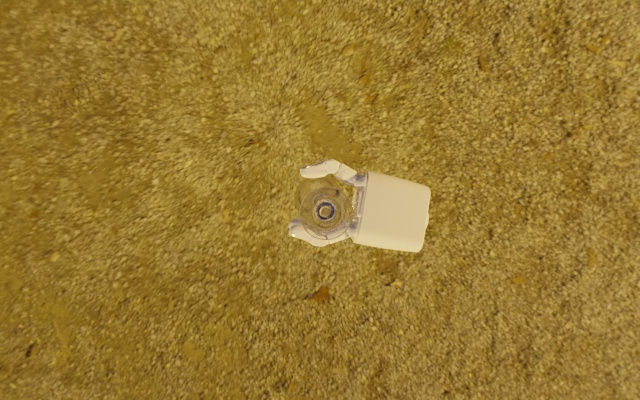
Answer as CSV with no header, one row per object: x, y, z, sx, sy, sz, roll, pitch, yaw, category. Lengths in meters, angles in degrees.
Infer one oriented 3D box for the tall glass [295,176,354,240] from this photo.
0.000,0.002,0.742,0.079,0.079,0.201,0,9,-5,tall glass
